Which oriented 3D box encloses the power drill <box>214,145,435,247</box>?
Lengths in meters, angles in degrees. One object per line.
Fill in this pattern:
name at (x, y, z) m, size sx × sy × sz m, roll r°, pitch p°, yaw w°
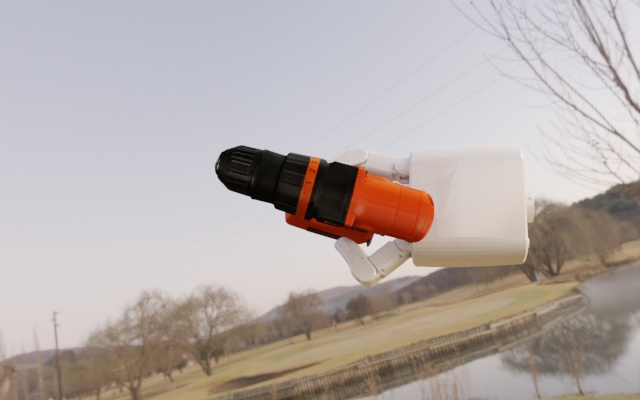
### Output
power drill at (0.000, 0.002, 0.464) m, size 0.184 × 0.057 × 0.187 m, roll 17°, pitch -5°, yaw 0°
